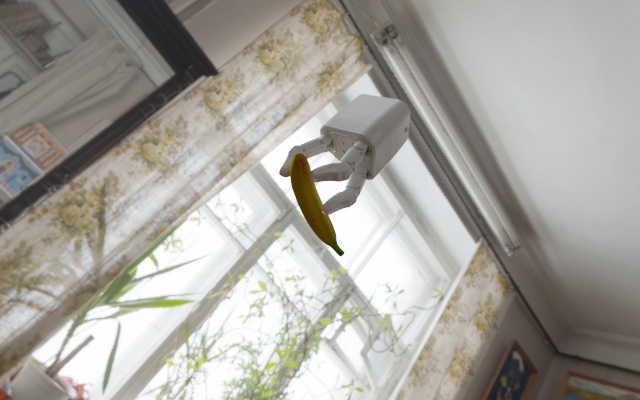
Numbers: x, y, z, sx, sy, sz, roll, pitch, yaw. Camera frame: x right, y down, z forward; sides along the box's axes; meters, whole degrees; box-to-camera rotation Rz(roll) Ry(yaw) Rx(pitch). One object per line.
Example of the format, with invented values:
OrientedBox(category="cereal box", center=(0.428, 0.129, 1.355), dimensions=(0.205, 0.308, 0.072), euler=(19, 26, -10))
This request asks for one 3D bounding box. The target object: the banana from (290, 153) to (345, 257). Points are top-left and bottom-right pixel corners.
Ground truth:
OrientedBox(category="banana", center=(-0.011, 0.001, 0.757), dimensions=(0.037, 0.198, 0.069), euler=(-42, 35, -25))
